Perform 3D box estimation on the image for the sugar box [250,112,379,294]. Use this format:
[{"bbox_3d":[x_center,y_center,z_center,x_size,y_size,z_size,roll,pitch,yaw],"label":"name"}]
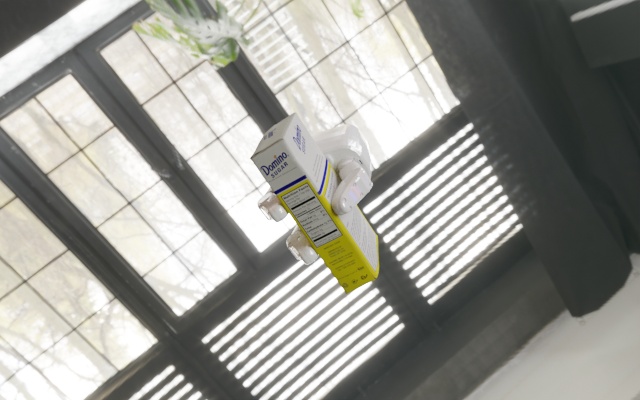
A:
[{"bbox_3d":[0.000,0.002,0.500,0.048,0.176,0.093,-30,18,18],"label":"sugar box"}]
